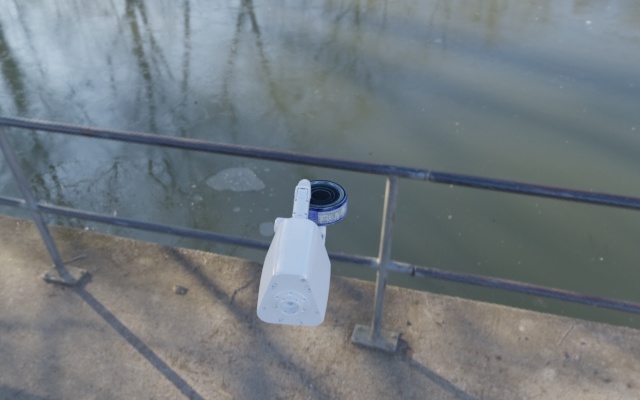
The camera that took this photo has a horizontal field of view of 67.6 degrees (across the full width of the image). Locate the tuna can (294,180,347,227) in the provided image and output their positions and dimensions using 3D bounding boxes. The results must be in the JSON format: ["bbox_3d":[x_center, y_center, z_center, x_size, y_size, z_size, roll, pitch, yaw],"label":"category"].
[{"bbox_3d":[0.000,0.002,0.758,0.086,0.034,0.086,0,34,0],"label":"tuna can"}]
